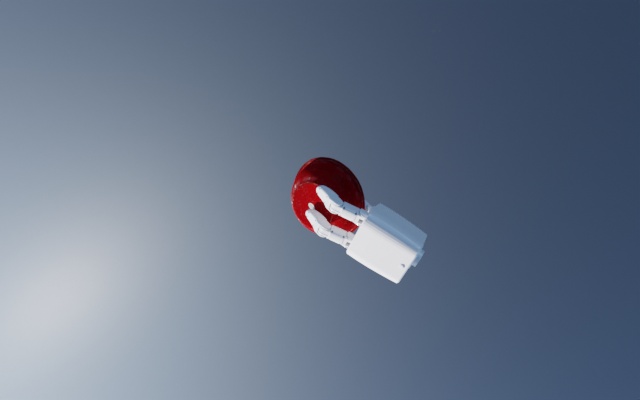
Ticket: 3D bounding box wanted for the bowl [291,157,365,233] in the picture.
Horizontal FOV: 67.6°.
[{"bbox_3d":[-0.001,0.003,0.892,0.162,0.162,0.055,0,17,36],"label":"bowl"}]
